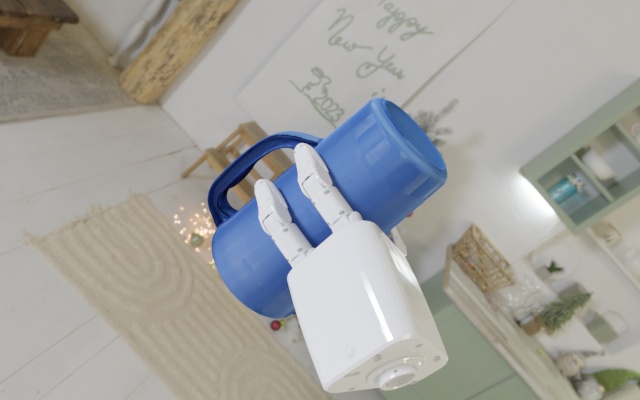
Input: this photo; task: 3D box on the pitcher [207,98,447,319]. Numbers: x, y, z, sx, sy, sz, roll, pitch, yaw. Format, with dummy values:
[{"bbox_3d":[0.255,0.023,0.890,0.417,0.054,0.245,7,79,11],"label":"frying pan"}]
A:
[{"bbox_3d":[0.000,0.002,0.504,0.243,0.145,0.149,-41,-44,24],"label":"pitcher"}]
